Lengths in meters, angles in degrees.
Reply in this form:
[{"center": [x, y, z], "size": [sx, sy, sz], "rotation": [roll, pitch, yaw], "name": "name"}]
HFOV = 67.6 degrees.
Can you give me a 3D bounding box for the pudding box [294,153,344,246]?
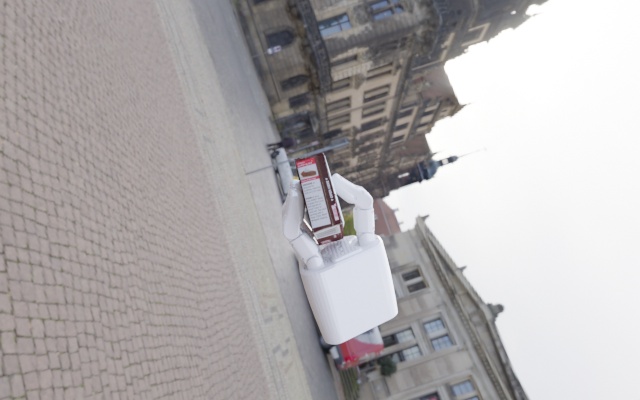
[{"center": [0.000, 0.002, 0.584], "size": [0.039, 0.090, 0.113], "rotation": [-15, -13, -2], "name": "pudding box"}]
